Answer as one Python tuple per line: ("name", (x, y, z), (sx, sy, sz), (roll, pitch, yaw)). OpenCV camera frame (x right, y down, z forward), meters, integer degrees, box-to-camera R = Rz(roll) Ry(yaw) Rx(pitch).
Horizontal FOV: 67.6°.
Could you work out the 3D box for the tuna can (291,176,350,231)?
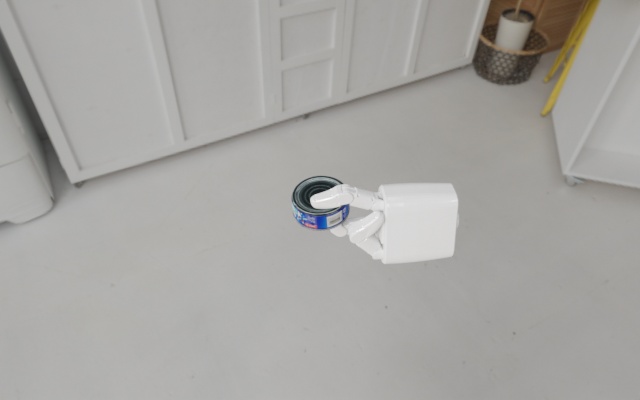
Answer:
("tuna can", (0.000, 0.002, 0.705), (0.086, 0.034, 0.086), (-2, 44, 2))
